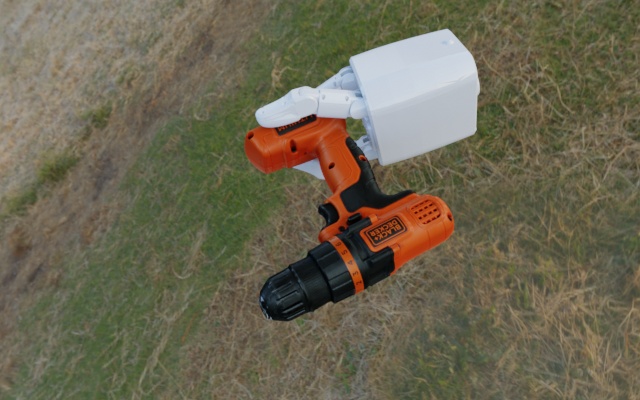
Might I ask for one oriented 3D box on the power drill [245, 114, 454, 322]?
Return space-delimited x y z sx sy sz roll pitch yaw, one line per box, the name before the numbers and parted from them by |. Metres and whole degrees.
power drill | 0.000 0.001 0.445 0.184 0.187 0.057 -25 -29 -15
